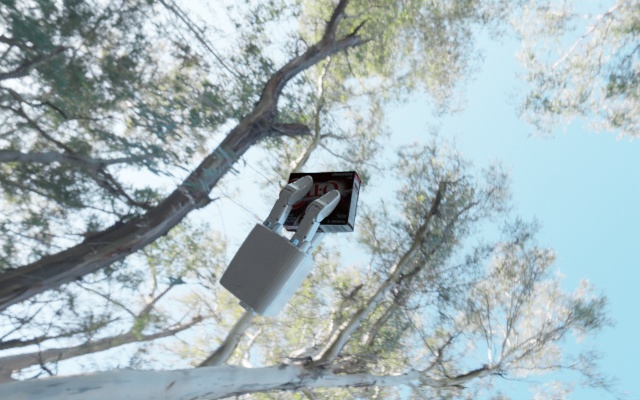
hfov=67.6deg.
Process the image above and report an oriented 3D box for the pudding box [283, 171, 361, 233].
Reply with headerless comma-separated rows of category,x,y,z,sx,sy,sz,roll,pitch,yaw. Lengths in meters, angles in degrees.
pudding box,0.000,0.003,0.728,0.113,0.090,0.039,0,-25,21
